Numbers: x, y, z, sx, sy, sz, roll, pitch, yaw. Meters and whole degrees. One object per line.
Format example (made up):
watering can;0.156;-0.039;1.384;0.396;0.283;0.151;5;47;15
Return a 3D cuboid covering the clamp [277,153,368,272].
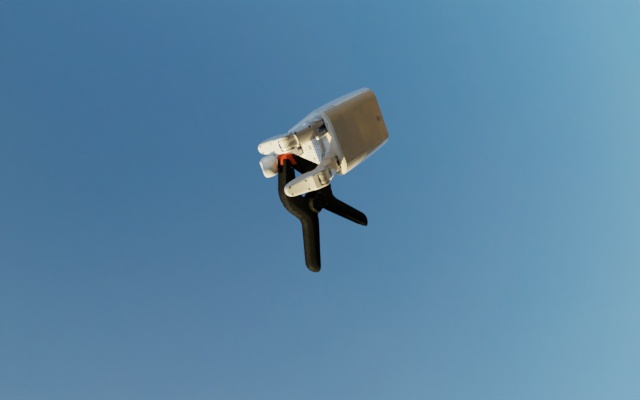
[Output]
clamp;0.000;0.002;0.678;0.120;0.171;0.039;-34;22;-33
